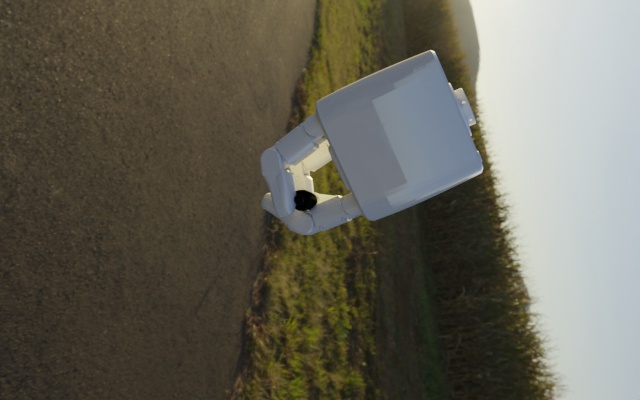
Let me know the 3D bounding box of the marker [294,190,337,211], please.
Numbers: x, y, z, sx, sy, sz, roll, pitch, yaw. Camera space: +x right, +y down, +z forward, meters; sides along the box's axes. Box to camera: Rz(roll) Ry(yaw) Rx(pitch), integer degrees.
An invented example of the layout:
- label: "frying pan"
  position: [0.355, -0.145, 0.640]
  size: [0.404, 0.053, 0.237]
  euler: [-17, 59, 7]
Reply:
- label: "marker"
  position: [0.000, 0.002, 0.466]
  size: [0.020, 0.020, 0.121]
  euler: [0, -2, 18]
